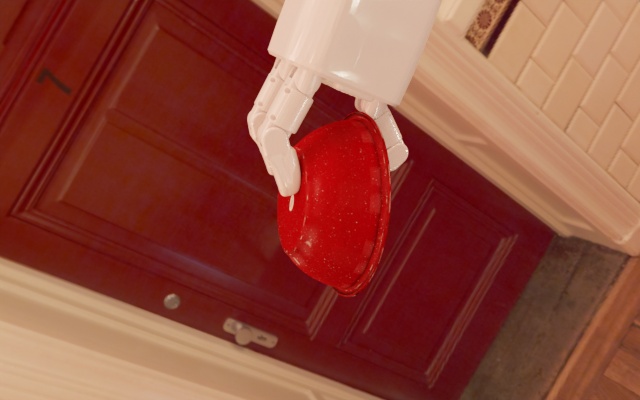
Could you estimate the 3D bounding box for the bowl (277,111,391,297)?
[{"bbox_3d":[0.000,0.003,0.412,0.055,0.162,0.162,3,-1,-19],"label":"bowl"}]
